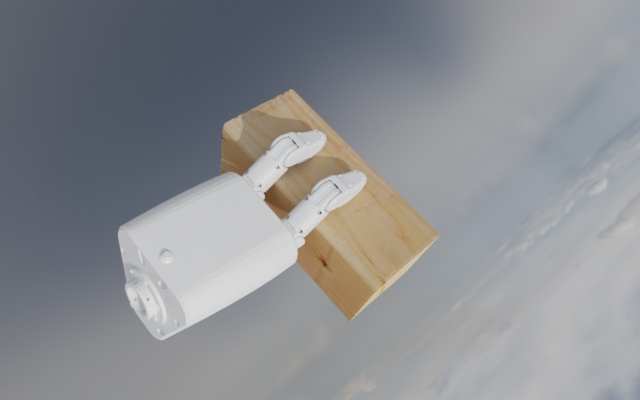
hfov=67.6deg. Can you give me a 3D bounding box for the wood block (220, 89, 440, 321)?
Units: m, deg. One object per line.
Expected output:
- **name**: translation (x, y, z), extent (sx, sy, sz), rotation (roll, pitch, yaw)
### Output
- **wood block**: translation (0.000, 0.002, 0.472), extent (0.090, 0.206, 0.091), rotation (-35, -17, -28)
